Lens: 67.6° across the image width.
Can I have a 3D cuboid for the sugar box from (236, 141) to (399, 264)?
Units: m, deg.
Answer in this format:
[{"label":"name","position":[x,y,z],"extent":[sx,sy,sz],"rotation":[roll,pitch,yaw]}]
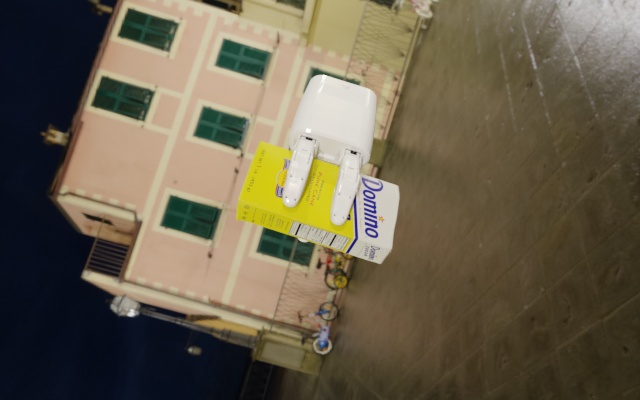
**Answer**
[{"label":"sugar box","position":[0.000,0.001,0.550],"extent":[0.176,0.093,0.048],"rotation":[16,-35,-3]}]
